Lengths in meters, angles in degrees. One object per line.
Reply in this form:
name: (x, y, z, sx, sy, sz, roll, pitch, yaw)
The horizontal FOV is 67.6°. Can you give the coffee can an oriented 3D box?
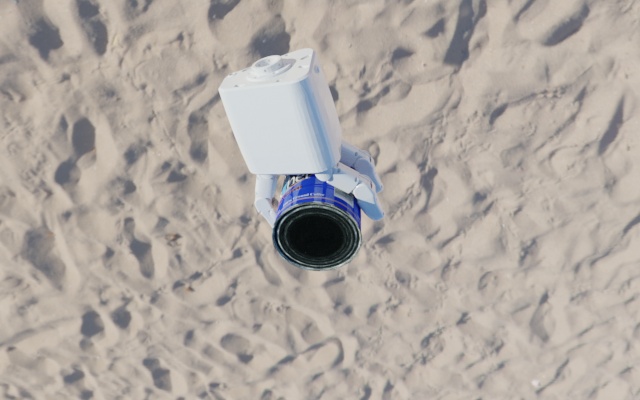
coffee can: (0.000, 0.002, 0.591, 0.103, 0.103, 0.140, 0, 37, 4)
